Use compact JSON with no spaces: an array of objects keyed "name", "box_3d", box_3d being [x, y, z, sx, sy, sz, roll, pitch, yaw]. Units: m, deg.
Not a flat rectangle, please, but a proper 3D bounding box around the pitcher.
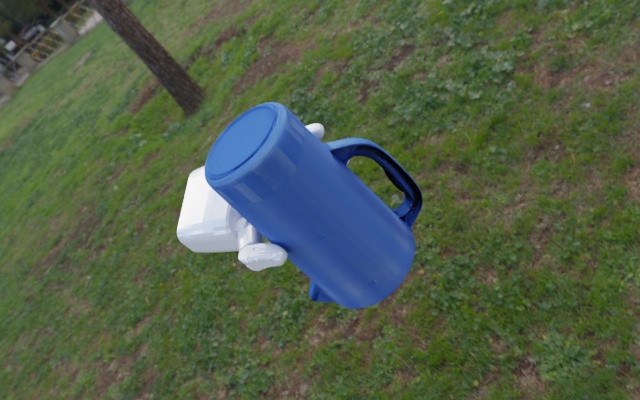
[{"name":"pitcher","box_3d":[0.000,0.002,0.531,0.145,0.149,0.243,-10,-41,39]}]
